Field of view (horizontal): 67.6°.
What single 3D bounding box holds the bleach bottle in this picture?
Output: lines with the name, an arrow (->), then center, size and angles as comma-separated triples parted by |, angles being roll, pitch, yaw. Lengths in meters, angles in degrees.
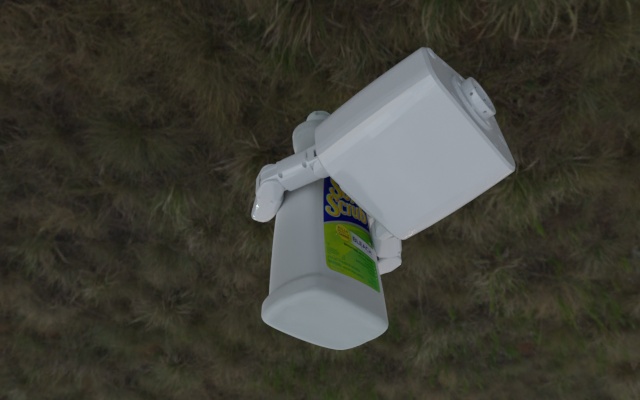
bleach bottle -> 0.000, 0.002, 0.443 | 0.068, 0.250, 0.103 | -34, -49, 30
